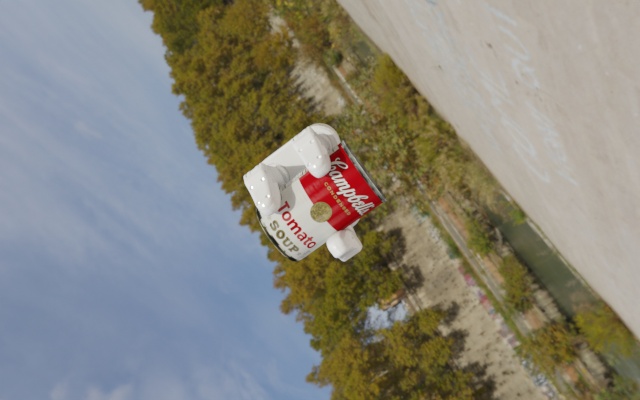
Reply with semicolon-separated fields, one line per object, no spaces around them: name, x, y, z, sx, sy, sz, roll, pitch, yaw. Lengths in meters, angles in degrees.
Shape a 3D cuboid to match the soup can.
soup can;0.000;0.002;0.440;0.102;0.068;0.068;-36;-6;9
